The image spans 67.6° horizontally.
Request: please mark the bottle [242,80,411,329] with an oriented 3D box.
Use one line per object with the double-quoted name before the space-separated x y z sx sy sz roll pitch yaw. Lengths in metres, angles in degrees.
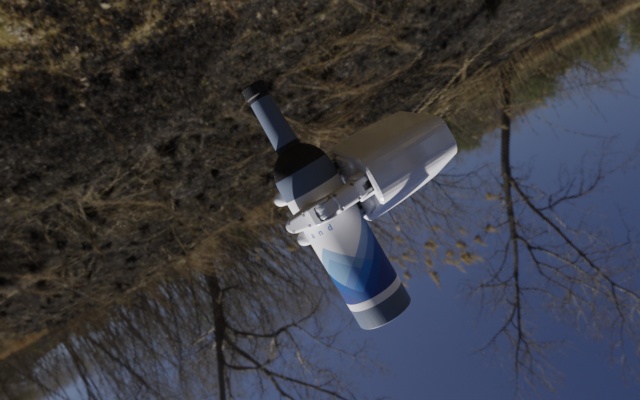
"bottle" 0.000 0.002 0.533 0.069 0.296 0.069 -30 6 3
